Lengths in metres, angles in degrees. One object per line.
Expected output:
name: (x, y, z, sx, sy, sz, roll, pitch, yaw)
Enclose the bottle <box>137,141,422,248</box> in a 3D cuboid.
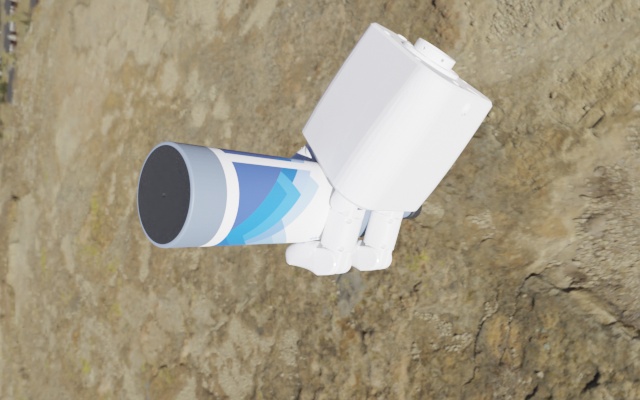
bottle: (0.000, 0.001, 0.405, 0.069, 0.069, 0.296, 0, -2, 42)
